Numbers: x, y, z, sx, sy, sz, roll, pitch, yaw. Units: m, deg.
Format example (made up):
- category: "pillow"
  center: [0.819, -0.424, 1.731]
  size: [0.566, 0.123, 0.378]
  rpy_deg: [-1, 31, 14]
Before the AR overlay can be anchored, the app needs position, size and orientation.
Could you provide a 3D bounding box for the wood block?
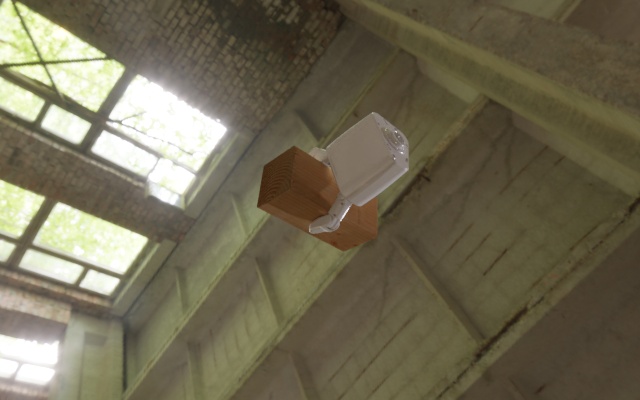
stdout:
- category: "wood block"
  center: [0.000, 0.003, 0.845]
  size: [0.206, 0.090, 0.090]
  rpy_deg: [30, -41, -33]
